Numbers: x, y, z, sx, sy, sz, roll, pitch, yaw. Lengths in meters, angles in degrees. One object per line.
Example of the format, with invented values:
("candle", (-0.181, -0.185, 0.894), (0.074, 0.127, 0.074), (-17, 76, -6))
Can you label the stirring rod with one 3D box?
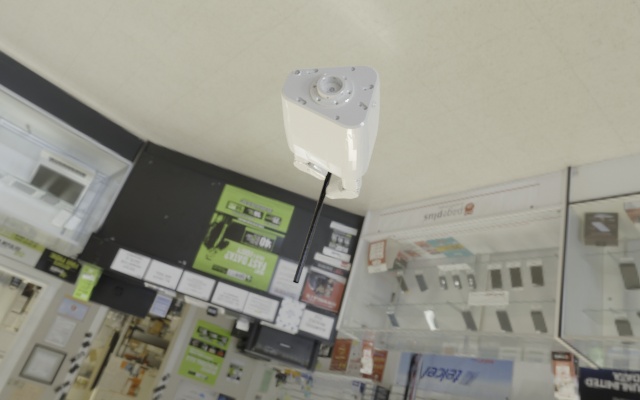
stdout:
("stirring rod", (0.000, 0.002, 0.669), (0.011, 0.239, 0.011), (14, -26, 7))
